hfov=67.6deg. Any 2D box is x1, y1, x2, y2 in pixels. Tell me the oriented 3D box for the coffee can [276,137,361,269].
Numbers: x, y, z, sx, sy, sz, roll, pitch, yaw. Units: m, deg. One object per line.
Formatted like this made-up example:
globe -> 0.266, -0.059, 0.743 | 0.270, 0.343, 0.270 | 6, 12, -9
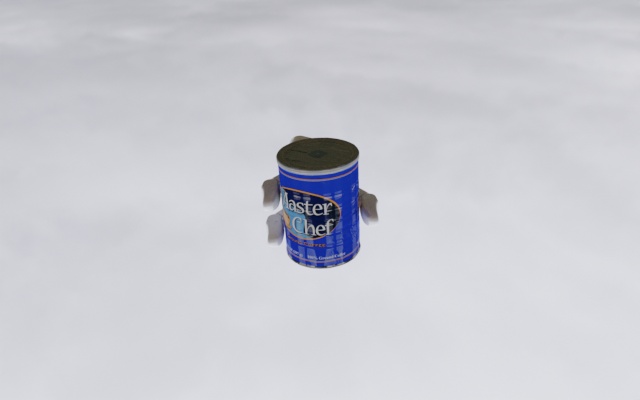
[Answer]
coffee can -> 0.000, 0.002, 0.620 | 0.103, 0.140, 0.102 | -3, 29, 1
